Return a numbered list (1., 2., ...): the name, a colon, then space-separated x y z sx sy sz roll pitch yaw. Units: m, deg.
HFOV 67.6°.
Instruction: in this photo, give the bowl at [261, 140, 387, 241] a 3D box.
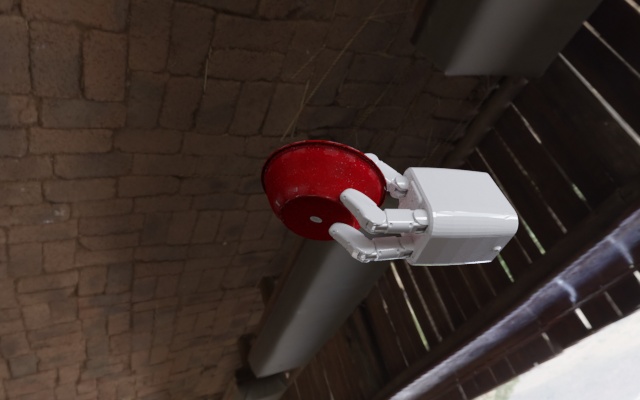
1. bowl: -0.001 0.002 0.589 0.162 0.055 0.162 6 -39 5
